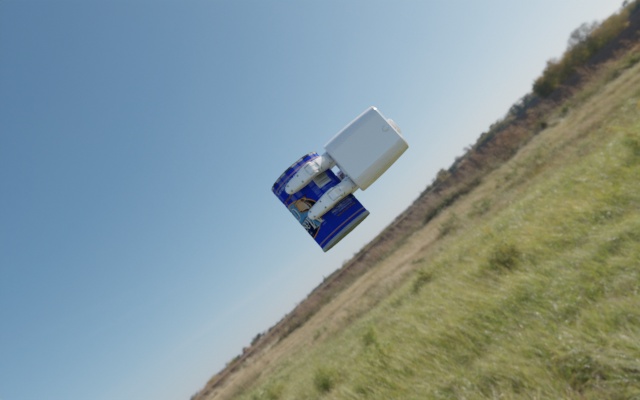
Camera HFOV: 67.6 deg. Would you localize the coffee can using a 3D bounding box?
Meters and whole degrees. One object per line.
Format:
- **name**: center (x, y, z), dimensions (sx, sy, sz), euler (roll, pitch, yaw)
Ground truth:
- **coffee can**: center (0.000, 0.003, 0.811), dimensions (0.103, 0.140, 0.103), euler (-40, -8, -7)
